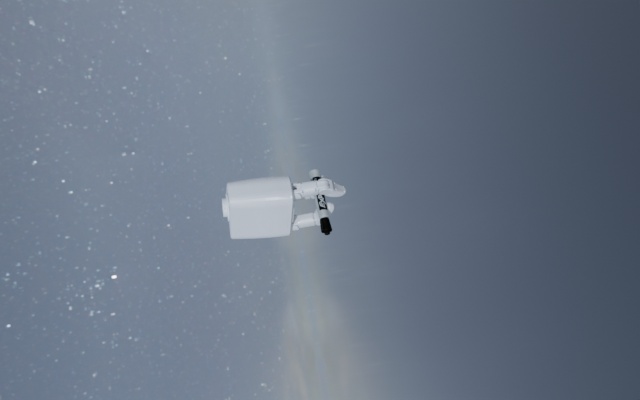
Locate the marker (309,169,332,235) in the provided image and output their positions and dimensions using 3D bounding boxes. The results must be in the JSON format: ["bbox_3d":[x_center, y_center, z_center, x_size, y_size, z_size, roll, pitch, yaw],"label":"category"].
[{"bbox_3d":[0.000,0.003,0.813,0.020,0.121,0.020,-10,-26,-5],"label":"marker"}]
